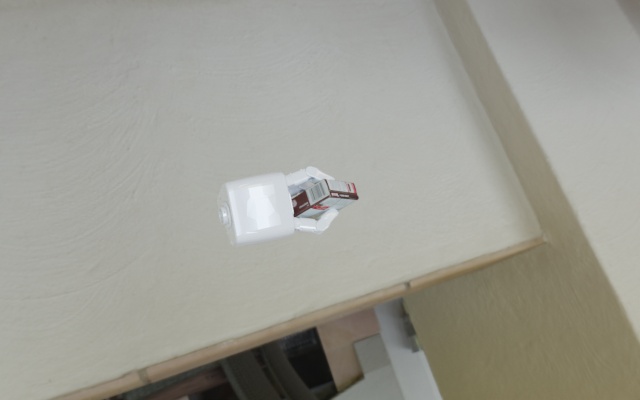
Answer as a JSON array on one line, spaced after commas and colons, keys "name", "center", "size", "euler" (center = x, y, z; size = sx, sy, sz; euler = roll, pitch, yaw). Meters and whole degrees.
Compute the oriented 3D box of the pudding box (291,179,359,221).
[{"name": "pudding box", "center": [0.000, 0.003, 0.882], "size": [0.113, 0.039, 0.090], "euler": [-29, -20, 35]}]
